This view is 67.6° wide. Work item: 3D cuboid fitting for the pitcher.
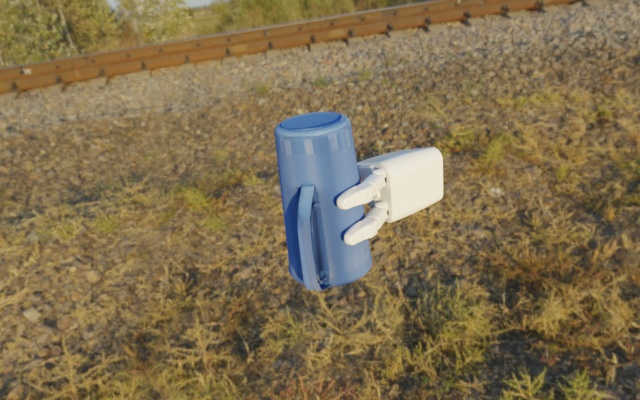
[{"bbox_3d":[0.000,0.002,0.705,0.145,0.243,0.149,-19,26,-24],"label":"pitcher"}]
